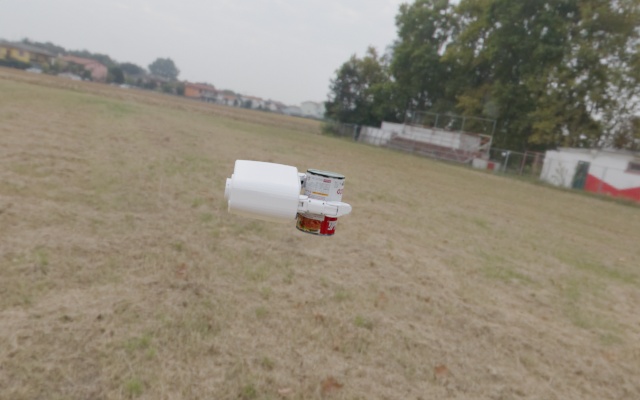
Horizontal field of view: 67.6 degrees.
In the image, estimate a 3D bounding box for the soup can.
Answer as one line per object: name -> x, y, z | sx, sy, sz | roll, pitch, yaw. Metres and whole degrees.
soup can -> 0.001, 0.002, 0.813 | 0.068, 0.102, 0.068 | 10, 9, -2
